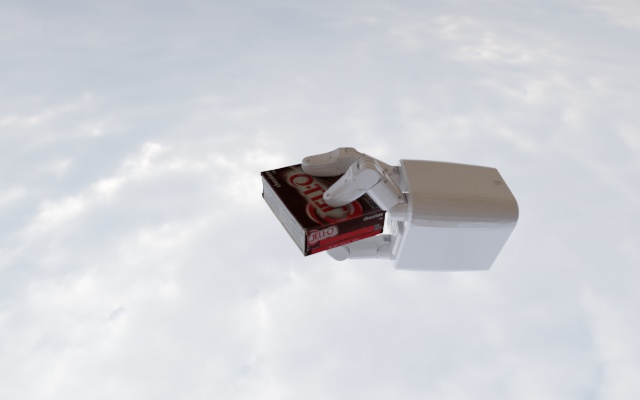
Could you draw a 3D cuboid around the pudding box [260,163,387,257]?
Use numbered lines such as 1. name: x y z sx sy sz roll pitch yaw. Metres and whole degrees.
1. pudding box: 0.000 0.002 0.489 0.090 0.039 0.113 -14 36 -25
